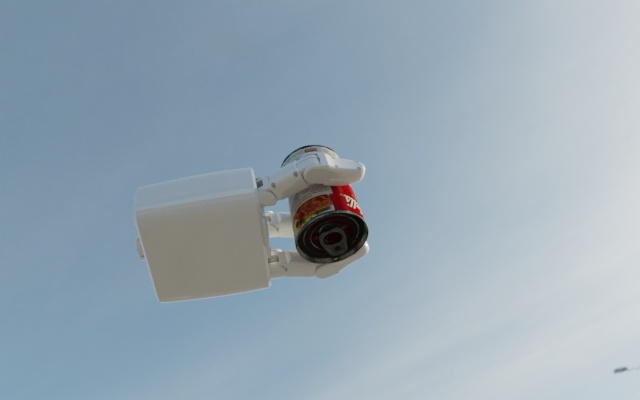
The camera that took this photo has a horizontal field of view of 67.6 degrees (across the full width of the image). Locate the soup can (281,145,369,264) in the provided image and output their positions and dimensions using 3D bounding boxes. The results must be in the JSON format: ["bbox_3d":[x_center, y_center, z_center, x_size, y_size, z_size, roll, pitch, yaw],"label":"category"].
[{"bbox_3d":[0.000,0.001,0.467,0.068,0.069,0.102,0,42,-17],"label":"soup can"}]
